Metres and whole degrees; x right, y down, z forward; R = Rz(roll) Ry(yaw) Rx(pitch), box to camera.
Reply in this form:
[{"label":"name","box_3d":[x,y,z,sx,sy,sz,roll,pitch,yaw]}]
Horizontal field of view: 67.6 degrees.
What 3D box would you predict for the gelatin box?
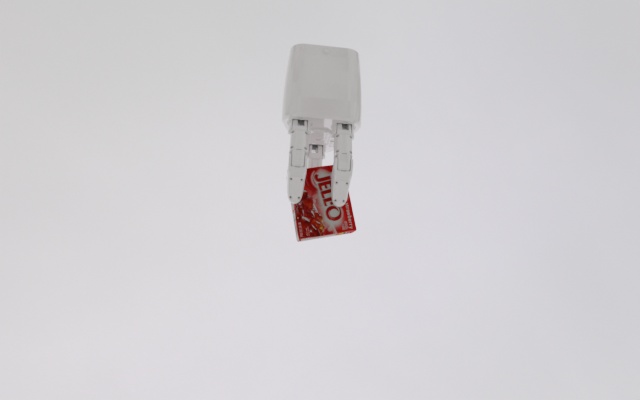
[{"label":"gelatin box","box_3d":[0.000,0.002,0.599,0.073,0.089,0.030,-8,-11,-9]}]
